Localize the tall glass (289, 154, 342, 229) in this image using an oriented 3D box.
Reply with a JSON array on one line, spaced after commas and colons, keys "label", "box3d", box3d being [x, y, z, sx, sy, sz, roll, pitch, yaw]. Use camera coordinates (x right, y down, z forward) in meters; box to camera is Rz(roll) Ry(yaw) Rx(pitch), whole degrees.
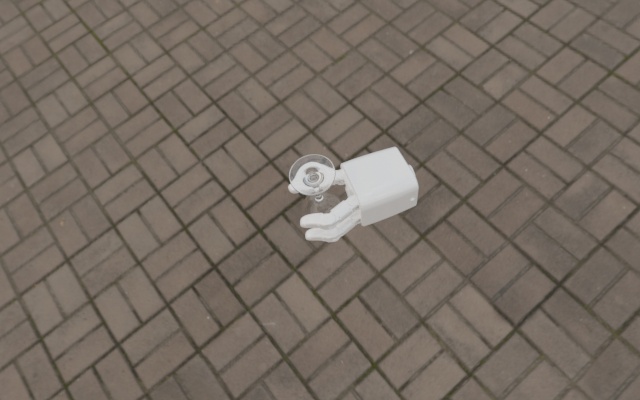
[{"label": "tall glass", "box3d": [0.000, 0.002, 0.839, 0.079, 0.079, 0.201, 0, -26, 8]}]
